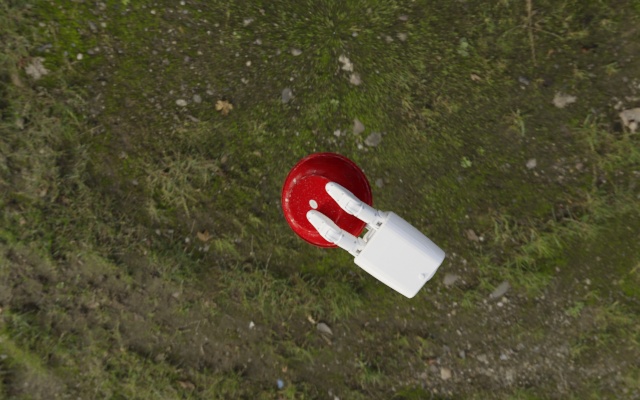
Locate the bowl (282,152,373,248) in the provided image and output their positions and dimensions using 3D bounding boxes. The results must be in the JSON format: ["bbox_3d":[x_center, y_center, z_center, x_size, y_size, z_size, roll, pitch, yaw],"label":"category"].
[{"bbox_3d":[-0.001,0.002,0.776,0.162,0.162,0.055,0,6,20],"label":"bowl"}]
